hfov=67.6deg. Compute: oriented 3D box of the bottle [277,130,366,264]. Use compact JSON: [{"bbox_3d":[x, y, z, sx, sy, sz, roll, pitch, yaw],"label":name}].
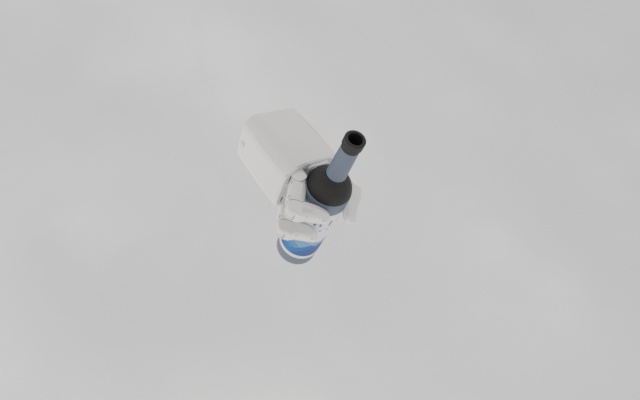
[{"bbox_3d":[0.000,0.002,0.680,0.069,0.069,0.296,0,-30,-19],"label":"bottle"}]
